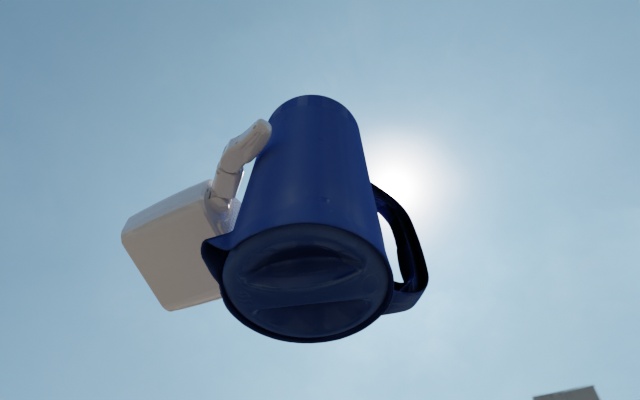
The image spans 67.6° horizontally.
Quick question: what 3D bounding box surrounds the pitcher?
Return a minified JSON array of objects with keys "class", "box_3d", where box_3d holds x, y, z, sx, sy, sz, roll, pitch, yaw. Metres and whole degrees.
[{"class":"pitcher","box_3d":[0.000,0.002,0.452,0.145,0.149,0.242,-23,34,17]}]
